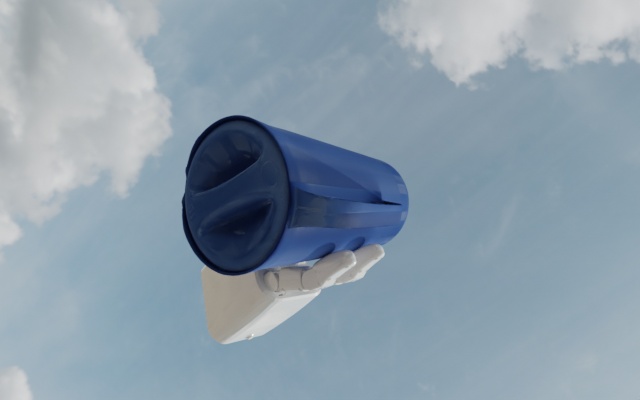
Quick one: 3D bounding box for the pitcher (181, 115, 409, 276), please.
[{"bbox_3d":[0.000,0.002,0.481,0.145,0.149,0.243,-44,-26,27],"label":"pitcher"}]
